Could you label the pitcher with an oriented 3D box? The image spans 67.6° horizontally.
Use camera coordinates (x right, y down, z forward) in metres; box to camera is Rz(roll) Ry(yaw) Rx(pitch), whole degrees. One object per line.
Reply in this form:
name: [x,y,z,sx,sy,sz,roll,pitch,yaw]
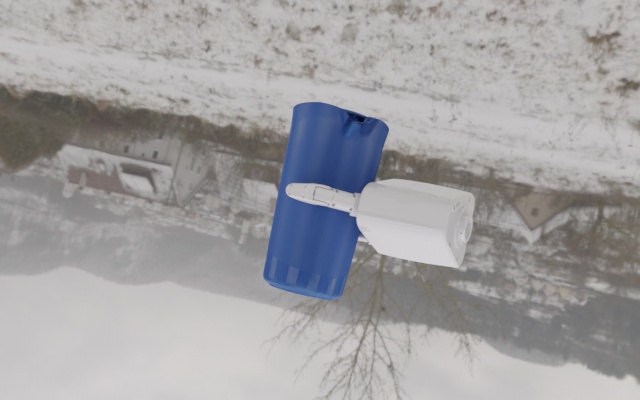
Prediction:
pitcher: [0.000,0.002,0.647,0.145,0.243,0.149,10,-6,30]
